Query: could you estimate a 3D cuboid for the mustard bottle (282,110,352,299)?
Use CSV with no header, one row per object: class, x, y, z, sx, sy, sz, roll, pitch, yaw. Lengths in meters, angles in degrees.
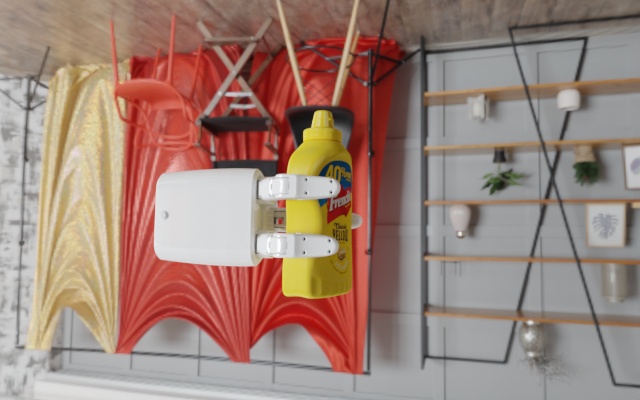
mustard bottle,0.000,0.002,0.501,0.058,0.191,0.096,-1,-5,31
